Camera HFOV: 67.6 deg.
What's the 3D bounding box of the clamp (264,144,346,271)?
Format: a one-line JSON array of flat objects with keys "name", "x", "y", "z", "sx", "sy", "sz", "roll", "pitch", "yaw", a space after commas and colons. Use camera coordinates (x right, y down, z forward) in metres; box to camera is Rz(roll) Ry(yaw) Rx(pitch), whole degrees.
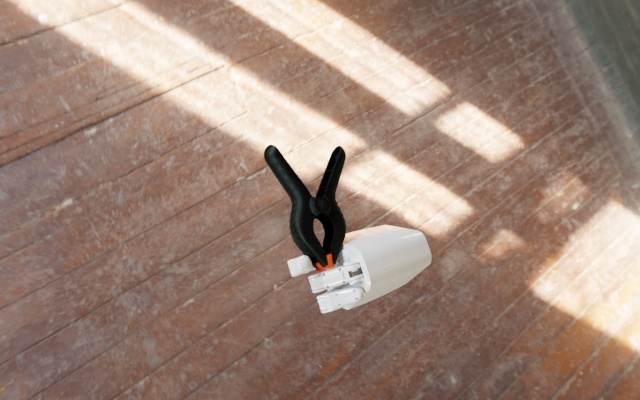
[{"name": "clamp", "x": 0.000, "y": 0.002, "z": 0.622, "sx": 0.120, "sy": 0.171, "sz": 0.039, "roll": -14, "pitch": -3, "yaw": -28}]
